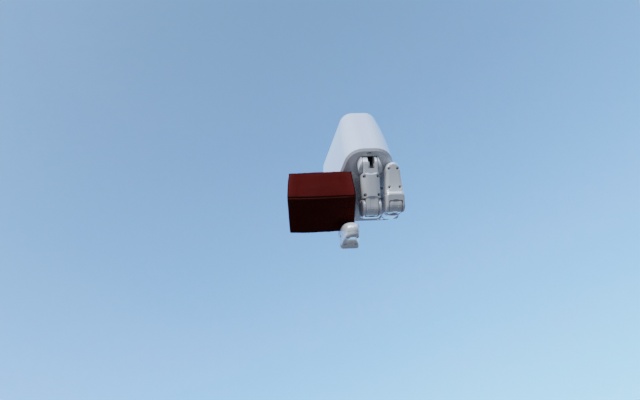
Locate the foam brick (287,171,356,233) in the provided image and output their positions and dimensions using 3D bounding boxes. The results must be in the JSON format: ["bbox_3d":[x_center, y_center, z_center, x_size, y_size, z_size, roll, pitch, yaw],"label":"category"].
[{"bbox_3d":[0.000,0.002,0.563,0.078,0.053,0.051,-2,37,-4],"label":"foam brick"}]
